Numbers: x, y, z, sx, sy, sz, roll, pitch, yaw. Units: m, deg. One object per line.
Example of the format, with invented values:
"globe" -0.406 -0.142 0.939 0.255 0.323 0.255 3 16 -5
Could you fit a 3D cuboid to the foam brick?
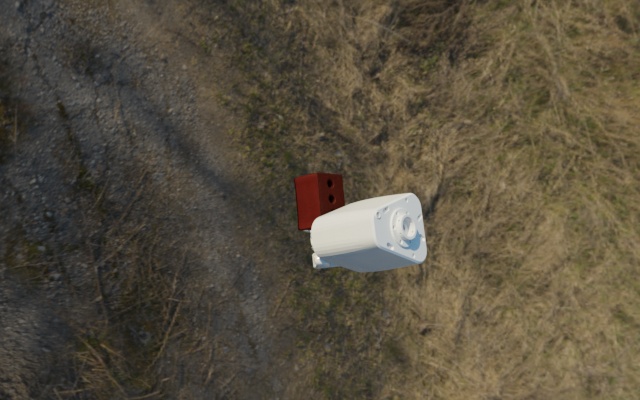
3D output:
"foam brick" 0.000 0.002 0.687 0.053 0.078 0.051 2 -12 -43
